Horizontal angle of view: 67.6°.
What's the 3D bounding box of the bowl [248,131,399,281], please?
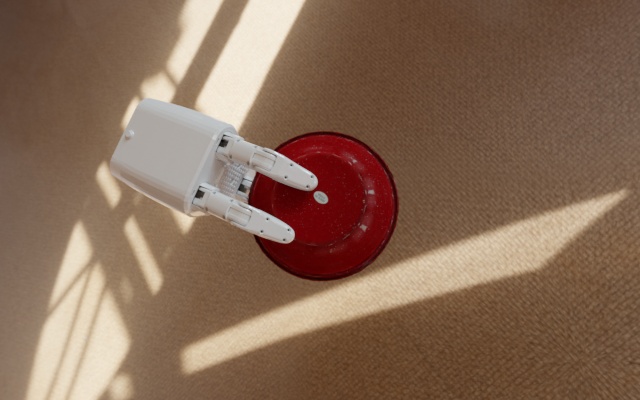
[{"bbox_3d":[0.001,0.002,0.484,0.162,0.162,0.055,0,-7,4],"label":"bowl"}]
